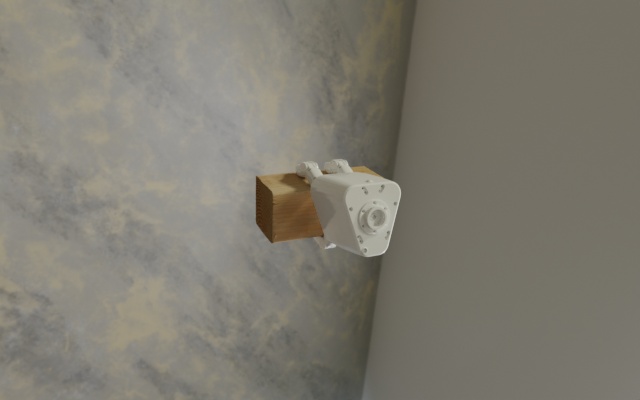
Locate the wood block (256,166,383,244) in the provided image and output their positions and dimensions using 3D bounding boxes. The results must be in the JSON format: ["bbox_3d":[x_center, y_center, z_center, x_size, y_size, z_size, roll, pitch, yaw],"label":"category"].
[{"bbox_3d":[0.000,0.003,0.818,0.206,0.091,0.090,-6,23,-24],"label":"wood block"}]
